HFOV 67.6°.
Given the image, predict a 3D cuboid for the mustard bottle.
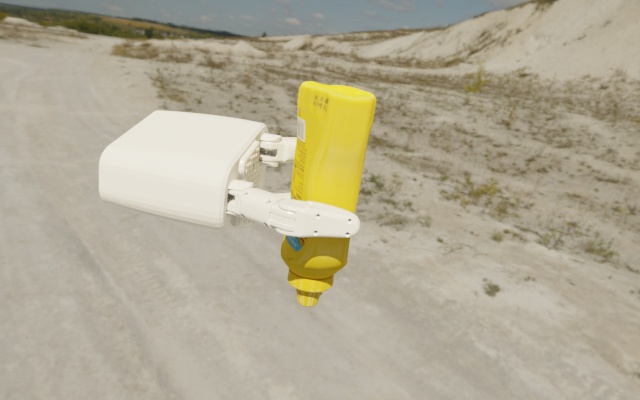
[{"bbox_3d":[0.000,0.001,0.403,0.058,0.192,0.096,3,17,-16],"label":"mustard bottle"}]
